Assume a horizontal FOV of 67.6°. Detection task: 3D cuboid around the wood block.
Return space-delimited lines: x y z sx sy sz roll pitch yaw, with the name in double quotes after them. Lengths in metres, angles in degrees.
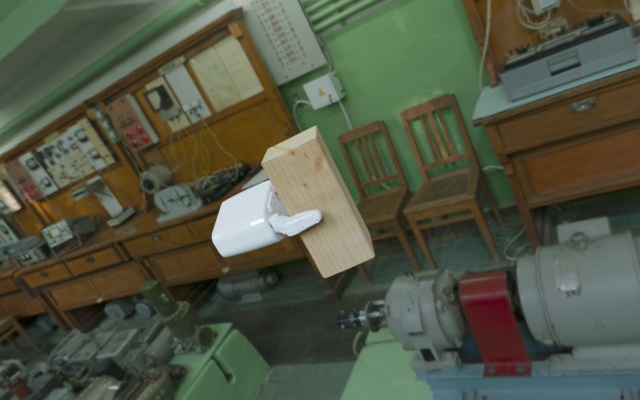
0.000 0.003 0.743 0.090 0.206 0.090 -25 18 9 "wood block"
